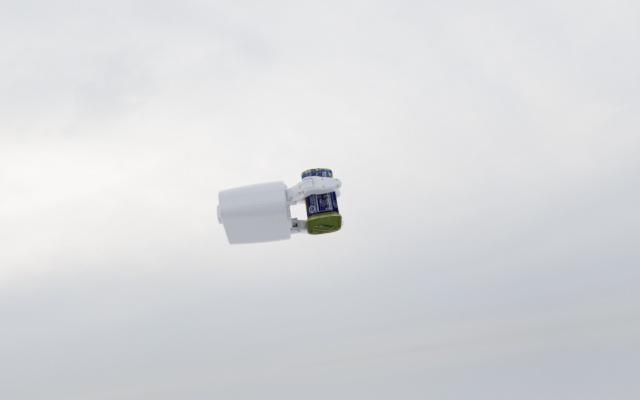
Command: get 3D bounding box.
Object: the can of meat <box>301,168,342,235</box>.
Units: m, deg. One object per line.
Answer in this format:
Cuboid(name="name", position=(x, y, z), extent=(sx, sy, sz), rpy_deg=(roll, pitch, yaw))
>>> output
Cuboid(name="can of meat", position=(0.000, 0.002, 0.784), extent=(0.057, 0.084, 0.102), rpy_deg=(-8, -19, -2))
